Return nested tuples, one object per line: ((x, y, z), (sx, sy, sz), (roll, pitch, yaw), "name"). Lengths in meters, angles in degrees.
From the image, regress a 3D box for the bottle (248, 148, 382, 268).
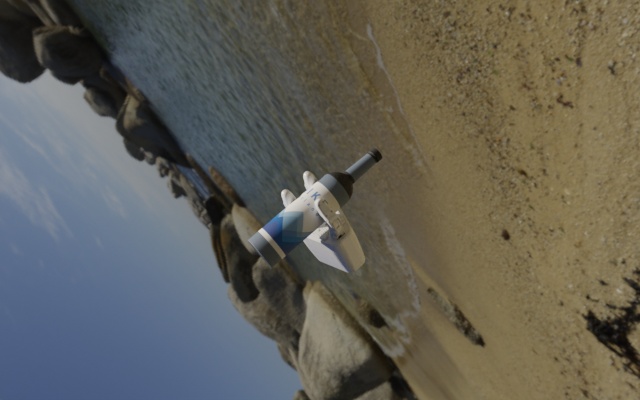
((0.000, 0.003, 0.887), (0.295, 0.069, 0.069), (-41, 9, -11), "bottle")
